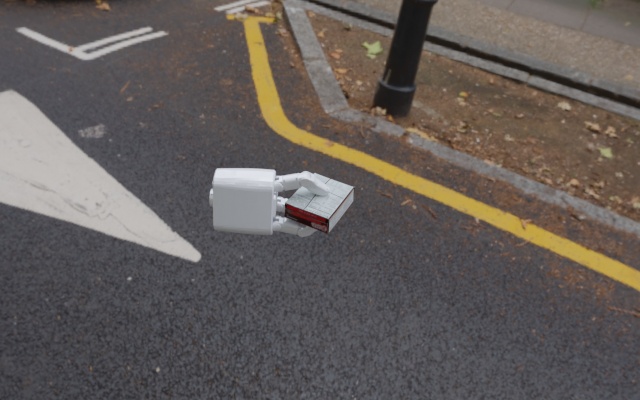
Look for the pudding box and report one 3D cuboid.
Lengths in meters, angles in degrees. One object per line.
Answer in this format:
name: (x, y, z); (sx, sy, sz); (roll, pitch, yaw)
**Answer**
pudding box: (0.000, 0.003, 0.864); (0.090, 0.039, 0.113); (21, 43, 19)
